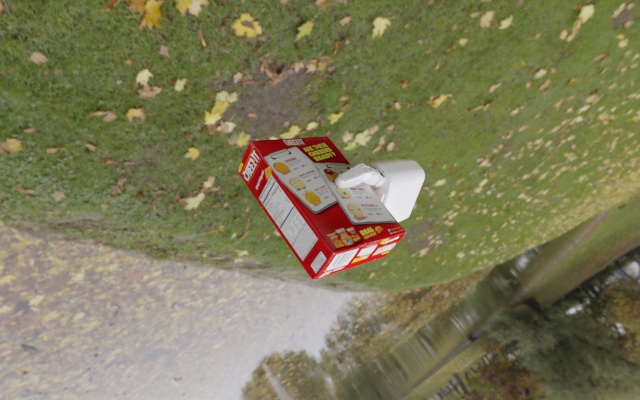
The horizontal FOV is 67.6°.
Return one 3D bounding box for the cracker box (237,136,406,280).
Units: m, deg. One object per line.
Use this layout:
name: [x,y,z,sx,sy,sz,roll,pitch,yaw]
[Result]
cracker box: [0.000,0.002,0.710,0.164,0.213,0.072,-11,-36,-45]
